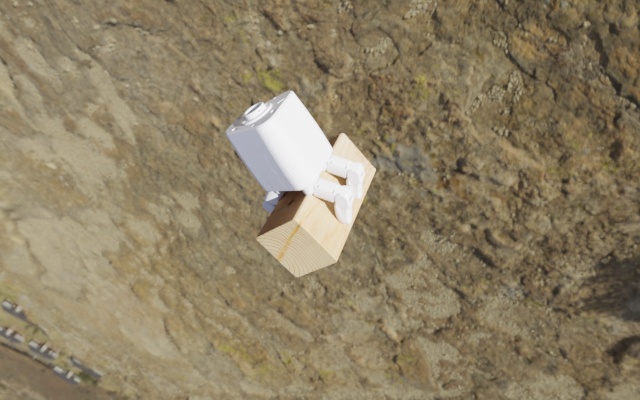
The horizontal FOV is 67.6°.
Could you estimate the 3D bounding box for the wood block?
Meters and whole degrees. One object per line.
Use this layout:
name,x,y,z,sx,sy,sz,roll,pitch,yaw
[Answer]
wood block,0.000,0.002,0.730,0.091,0.090,0.206,-27,25,41
